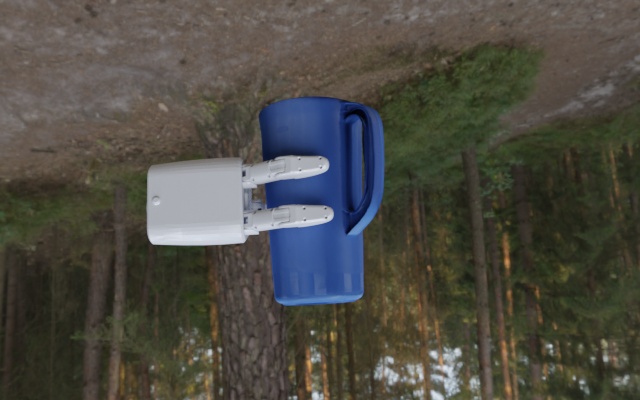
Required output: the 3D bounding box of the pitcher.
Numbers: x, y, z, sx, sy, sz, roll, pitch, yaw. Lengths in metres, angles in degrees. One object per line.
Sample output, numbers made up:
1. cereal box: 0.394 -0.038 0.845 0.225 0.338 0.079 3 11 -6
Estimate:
1. pitcher: 0.000 0.002 0.587 0.145 0.242 0.149 -3 -10 -3
